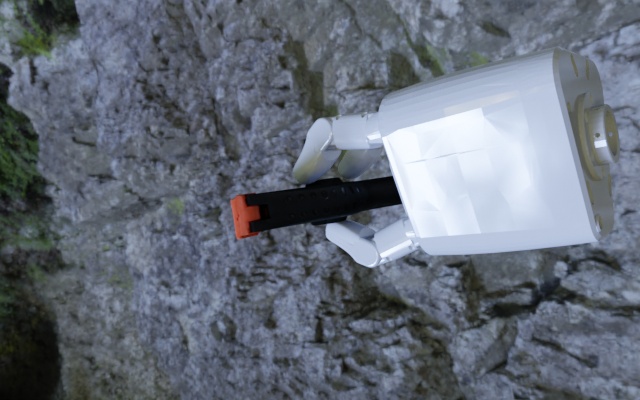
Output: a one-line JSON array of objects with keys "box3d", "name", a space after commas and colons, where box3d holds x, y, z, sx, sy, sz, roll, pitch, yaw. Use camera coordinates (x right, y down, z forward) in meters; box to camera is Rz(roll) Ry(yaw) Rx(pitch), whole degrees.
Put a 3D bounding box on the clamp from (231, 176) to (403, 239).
[{"box3d": [0.000, 0.002, 0.400, 0.164, 0.036, 0.210, -9, 1, 43], "name": "clamp"}]
